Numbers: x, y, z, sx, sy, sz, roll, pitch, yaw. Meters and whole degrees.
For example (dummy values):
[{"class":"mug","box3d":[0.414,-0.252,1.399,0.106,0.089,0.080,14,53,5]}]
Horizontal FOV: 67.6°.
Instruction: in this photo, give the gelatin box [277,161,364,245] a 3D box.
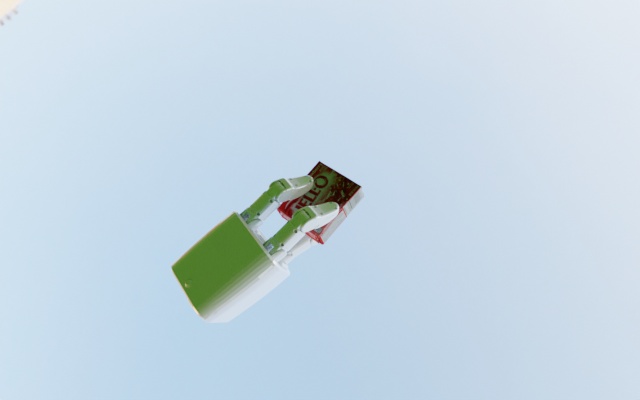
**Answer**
[{"class":"gelatin box","box3d":[0.000,0.002,0.613,0.073,0.089,0.030,33,-17,28]}]
